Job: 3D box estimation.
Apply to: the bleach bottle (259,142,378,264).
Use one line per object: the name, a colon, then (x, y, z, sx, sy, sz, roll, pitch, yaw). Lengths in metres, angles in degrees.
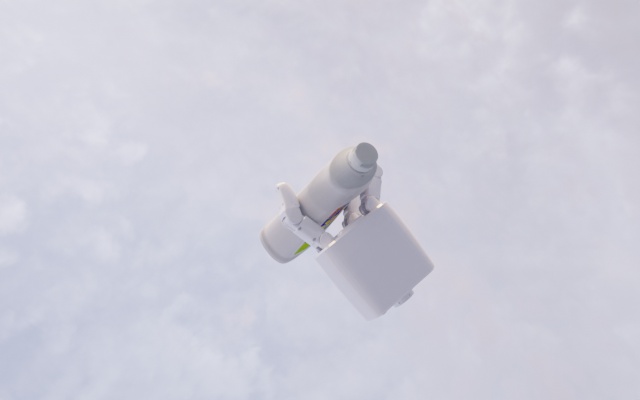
bleach bottle: (0.000, 0.002, 0.630, 0.102, 0.068, 0.251, -35, -7, -32)
